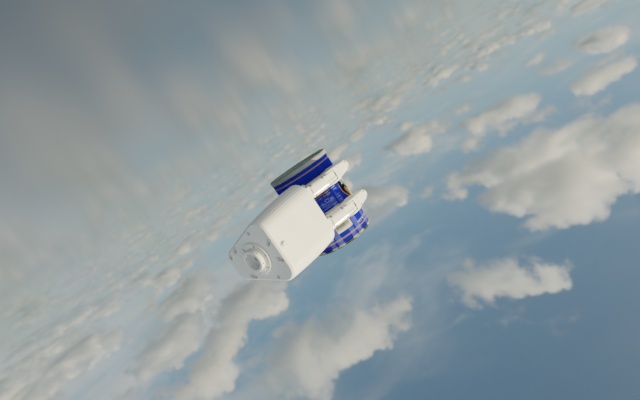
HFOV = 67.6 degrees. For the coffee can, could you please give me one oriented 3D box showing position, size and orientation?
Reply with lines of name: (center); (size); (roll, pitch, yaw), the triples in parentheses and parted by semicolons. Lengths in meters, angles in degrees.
coffee can: (0.000, 0.002, 0.770); (0.103, 0.140, 0.103); (-33, 9, 5)
